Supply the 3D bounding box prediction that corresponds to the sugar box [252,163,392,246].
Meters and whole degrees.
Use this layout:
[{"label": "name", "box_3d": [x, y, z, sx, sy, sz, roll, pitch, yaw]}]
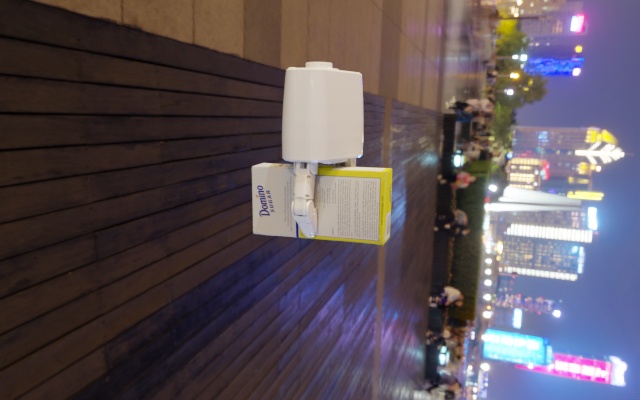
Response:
[{"label": "sugar box", "box_3d": [0.000, 0.002, 0.612, 0.176, 0.093, 0.048, 5, 12, 19]}]
